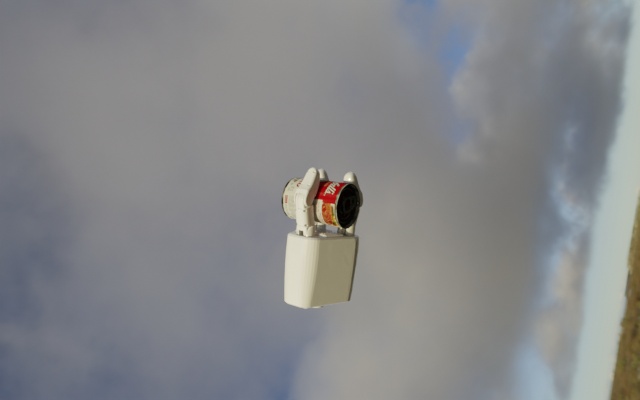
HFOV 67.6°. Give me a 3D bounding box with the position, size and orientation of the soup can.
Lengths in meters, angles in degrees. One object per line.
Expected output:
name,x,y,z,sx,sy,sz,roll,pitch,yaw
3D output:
soup can,0.000,0.002,0.730,0.102,0.068,0.068,9,5,34
